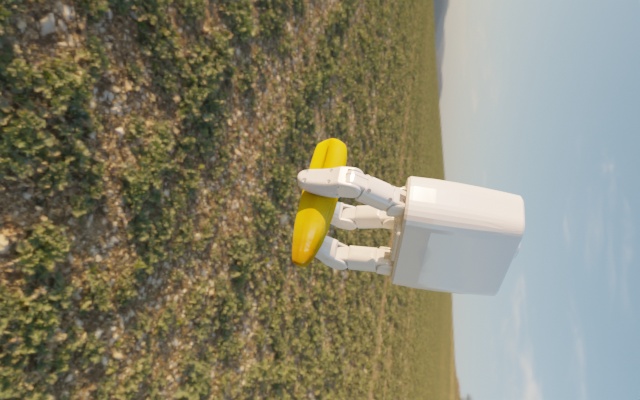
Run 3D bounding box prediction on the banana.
[{"bbox_3d":[0.003,-0.015,0.496,0.037,0.070,0.197,12,33,2],"label":"banana"}]
